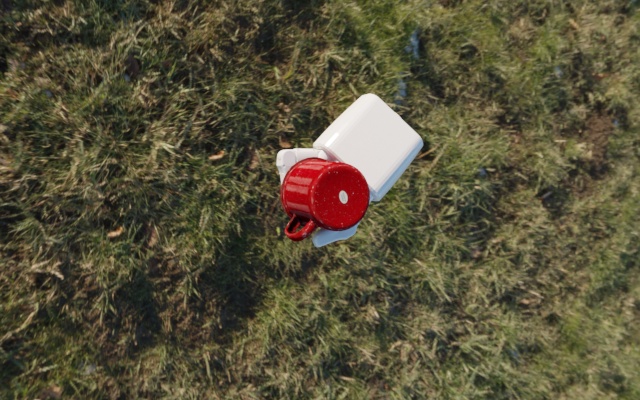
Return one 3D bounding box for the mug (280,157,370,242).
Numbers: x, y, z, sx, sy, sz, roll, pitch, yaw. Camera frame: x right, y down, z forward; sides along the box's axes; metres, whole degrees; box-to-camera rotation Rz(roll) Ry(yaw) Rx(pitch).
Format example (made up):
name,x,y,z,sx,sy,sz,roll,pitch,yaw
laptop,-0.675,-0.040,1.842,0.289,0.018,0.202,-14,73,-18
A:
name,x,y,z,sx,sy,sz,roll,pitch,yaw
mug,-0.001,0.003,0.585,0.093,0.117,0.081,46,-14,-21
